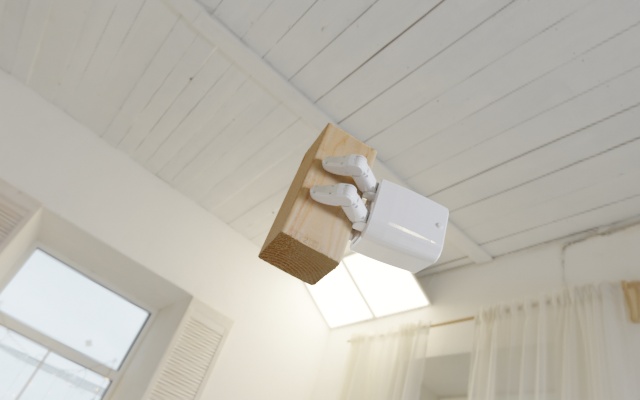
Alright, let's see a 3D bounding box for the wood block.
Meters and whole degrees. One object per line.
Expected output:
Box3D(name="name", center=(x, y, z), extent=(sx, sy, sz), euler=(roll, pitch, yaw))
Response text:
Box3D(name="wood block", center=(0.000, 0.002, 0.682), extent=(0.090, 0.206, 0.091), euler=(29, -38, -10))
